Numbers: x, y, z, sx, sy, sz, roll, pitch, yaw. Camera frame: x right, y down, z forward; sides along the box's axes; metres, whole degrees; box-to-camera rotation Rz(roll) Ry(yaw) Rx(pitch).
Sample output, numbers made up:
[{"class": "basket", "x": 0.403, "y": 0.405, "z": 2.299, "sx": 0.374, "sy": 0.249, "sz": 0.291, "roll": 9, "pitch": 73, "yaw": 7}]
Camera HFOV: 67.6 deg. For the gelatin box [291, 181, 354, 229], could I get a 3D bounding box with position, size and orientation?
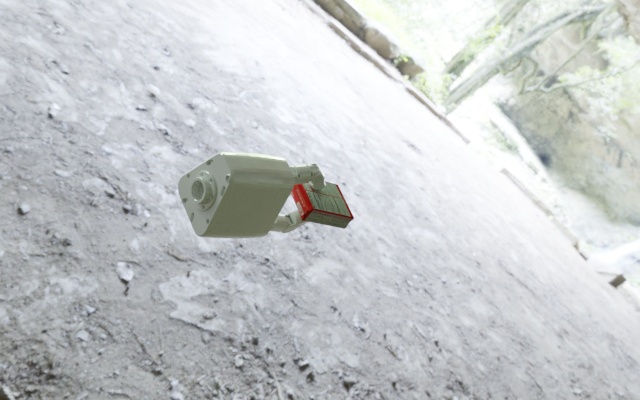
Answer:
[{"class": "gelatin box", "x": 0.001, "y": 0.002, "z": 0.728, "sx": 0.089, "sy": 0.073, "sz": 0.030, "roll": 12, "pitch": -50, "yaw": -39}]
